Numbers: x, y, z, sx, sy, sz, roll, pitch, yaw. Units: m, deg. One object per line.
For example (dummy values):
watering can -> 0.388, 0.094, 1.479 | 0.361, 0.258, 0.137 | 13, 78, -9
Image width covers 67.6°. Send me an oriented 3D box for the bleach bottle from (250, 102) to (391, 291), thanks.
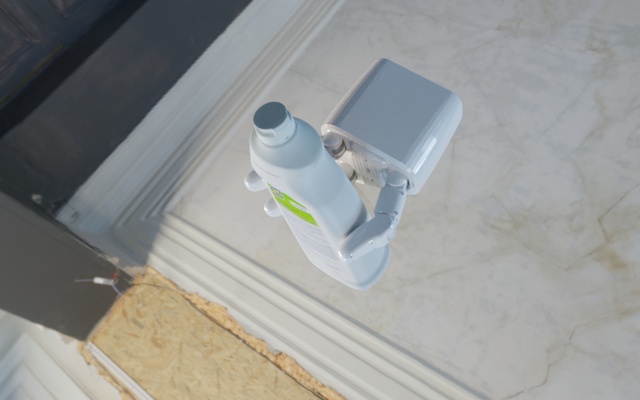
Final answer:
bleach bottle -> 0.000, 0.002, 0.465 | 0.102, 0.068, 0.251 | 25, -20, 28
